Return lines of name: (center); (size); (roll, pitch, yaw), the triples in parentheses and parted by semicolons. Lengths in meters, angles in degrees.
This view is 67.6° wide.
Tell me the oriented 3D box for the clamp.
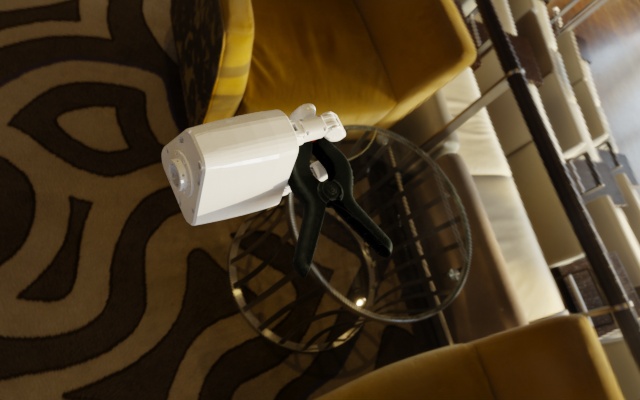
clamp: (0.000, 0.001, 0.529); (0.120, 0.171, 0.039); (-17, -15, -35)
